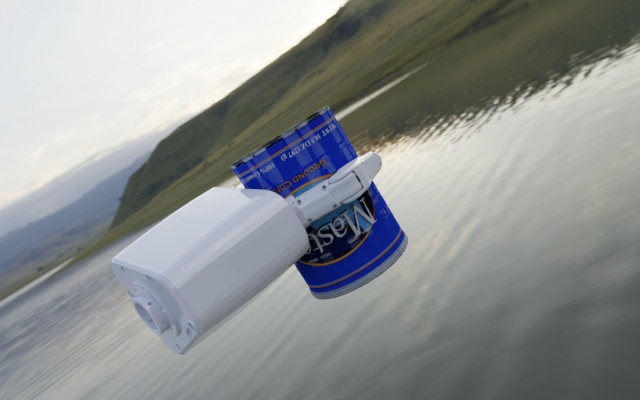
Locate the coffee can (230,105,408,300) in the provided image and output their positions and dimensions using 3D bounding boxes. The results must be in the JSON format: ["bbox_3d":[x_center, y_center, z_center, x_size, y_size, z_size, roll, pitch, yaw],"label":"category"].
[{"bbox_3d":[0.000,0.001,0.429,0.103,0.140,0.103,-31,9,6],"label":"coffee can"}]
